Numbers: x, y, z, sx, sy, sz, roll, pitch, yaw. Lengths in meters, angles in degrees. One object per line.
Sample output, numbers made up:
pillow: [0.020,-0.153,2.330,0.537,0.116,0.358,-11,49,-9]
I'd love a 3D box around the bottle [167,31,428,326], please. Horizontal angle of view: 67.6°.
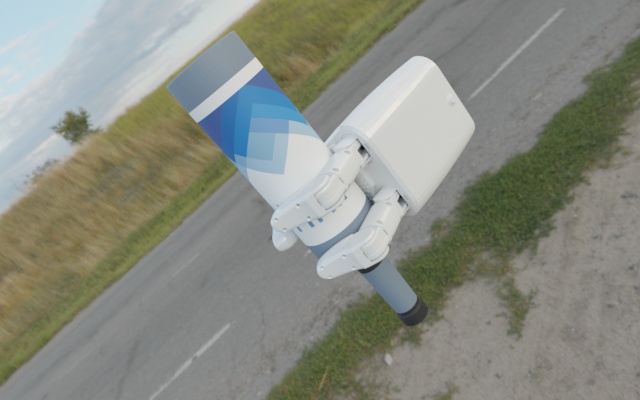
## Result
bottle: [0.000,0.001,0.403,0.069,0.296,0.069,-35,19,14]
